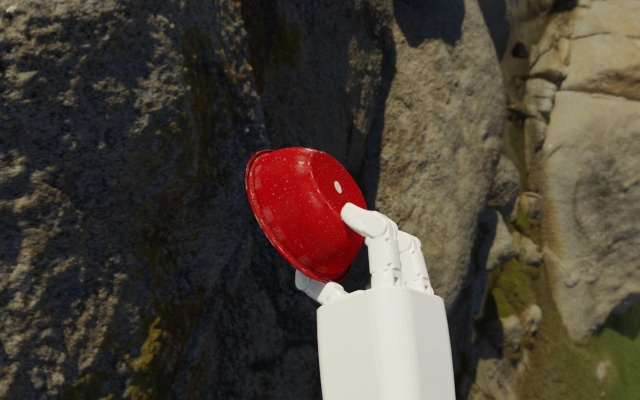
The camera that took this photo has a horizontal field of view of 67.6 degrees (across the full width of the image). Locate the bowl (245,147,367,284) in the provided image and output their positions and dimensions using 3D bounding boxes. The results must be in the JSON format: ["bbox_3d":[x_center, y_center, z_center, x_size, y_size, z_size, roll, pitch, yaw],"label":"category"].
[{"bbox_3d":[0.000,0.000,0.496,0.055,0.162,0.162,-35,-17,26],"label":"bowl"}]
